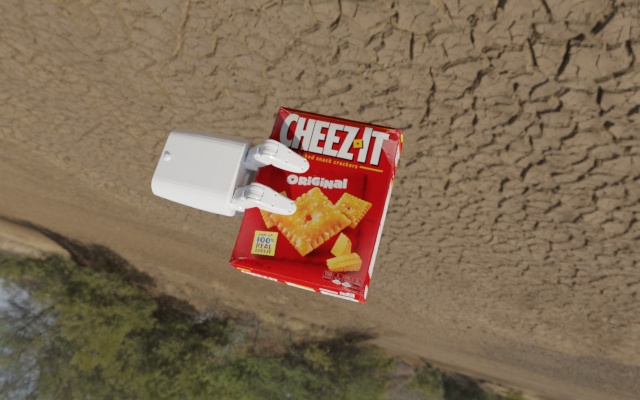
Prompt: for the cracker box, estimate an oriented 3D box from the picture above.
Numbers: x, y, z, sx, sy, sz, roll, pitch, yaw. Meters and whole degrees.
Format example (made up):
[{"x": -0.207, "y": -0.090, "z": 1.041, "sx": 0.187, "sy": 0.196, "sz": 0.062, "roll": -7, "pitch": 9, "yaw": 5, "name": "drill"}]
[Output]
[{"x": 0.000, "y": 0.002, "z": 0.595, "sx": 0.164, "sy": 0.213, "sz": 0.072, "roll": 13, "pitch": -16, "yaw": 10, "name": "cracker box"}]
